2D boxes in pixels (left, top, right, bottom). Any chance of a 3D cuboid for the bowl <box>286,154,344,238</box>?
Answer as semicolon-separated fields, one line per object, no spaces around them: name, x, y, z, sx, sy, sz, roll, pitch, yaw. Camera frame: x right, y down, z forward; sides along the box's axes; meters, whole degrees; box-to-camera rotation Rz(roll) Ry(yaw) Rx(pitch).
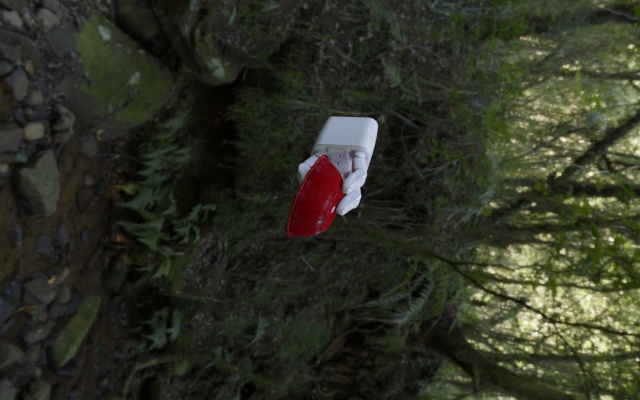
bowl;0.000;0.004;0.843;0.055;0.162;0.162;25;5;11
